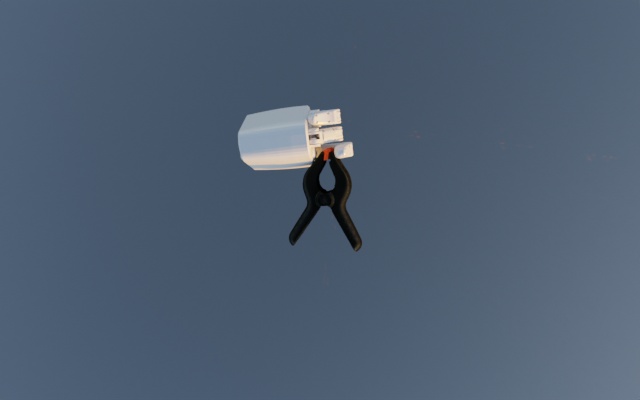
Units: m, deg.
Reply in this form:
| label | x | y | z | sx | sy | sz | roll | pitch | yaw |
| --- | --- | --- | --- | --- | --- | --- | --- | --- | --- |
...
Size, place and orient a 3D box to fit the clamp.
| label | x | y | z | sx | sy | sz | roll | pitch | yaw |
| --- | --- | --- | --- | --- | --- | --- | --- | --- | --- |
| clamp | 0.000 | 0.002 | 0.771 | 0.120 | 0.171 | 0.039 | -5 | 8 | 6 |
